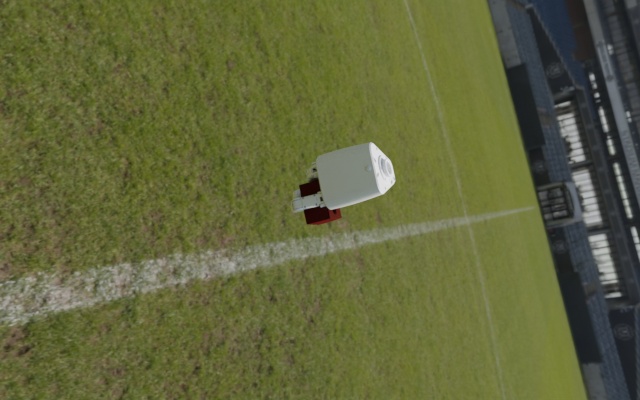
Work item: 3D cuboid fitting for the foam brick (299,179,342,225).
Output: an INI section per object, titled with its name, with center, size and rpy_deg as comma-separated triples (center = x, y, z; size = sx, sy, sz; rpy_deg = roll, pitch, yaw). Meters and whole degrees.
[foam brick]
center = 0.000, 0.003, 0.891
size = 0.051, 0.078, 0.053
rpy_deg = -15, -7, 25
